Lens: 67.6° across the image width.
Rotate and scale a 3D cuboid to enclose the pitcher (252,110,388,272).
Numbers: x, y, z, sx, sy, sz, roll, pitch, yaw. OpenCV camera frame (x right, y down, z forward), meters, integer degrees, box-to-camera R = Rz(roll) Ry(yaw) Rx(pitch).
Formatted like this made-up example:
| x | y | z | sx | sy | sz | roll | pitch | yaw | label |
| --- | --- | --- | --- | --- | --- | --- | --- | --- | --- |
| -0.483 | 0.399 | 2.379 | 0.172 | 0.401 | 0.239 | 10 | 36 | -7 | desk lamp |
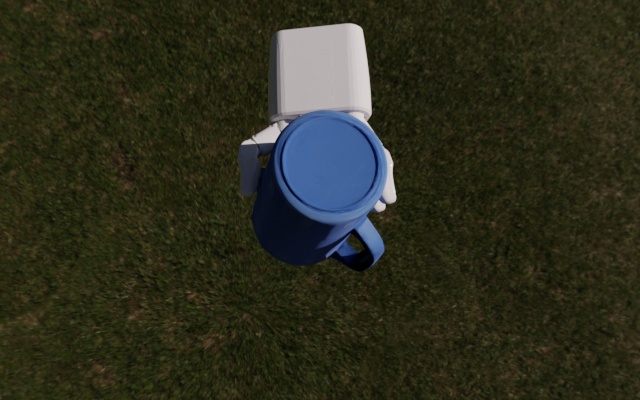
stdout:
| x | y | z | sx | sy | sz | roll | pitch | yaw | label |
| --- | --- | --- | --- | --- | --- | --- | --- | --- | --- |
| 0.000 | 0.002 | 0.534 | 0.149 | 0.145 | 0.243 | 0 | -13 | -9 | pitcher |
